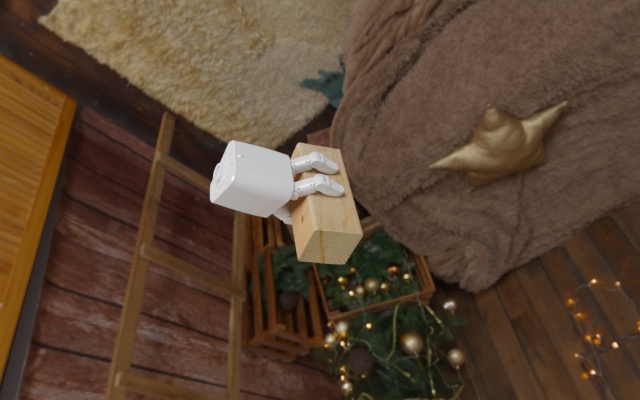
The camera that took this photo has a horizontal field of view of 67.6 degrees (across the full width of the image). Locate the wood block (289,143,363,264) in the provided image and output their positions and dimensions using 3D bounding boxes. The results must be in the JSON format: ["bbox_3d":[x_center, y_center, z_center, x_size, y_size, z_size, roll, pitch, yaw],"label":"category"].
[{"bbox_3d":[0.000,0.003,0.862,0.090,0.206,0.091,7,-43,-21],"label":"wood block"}]
